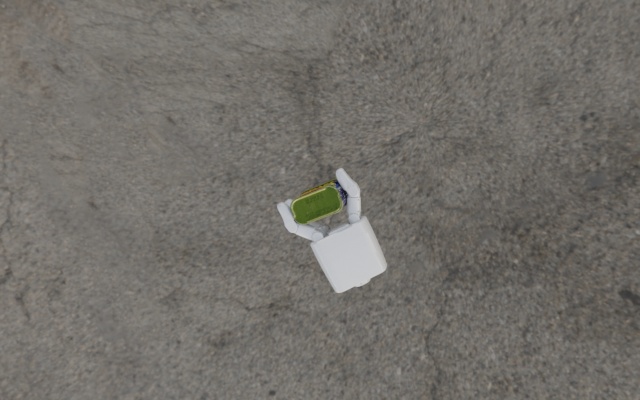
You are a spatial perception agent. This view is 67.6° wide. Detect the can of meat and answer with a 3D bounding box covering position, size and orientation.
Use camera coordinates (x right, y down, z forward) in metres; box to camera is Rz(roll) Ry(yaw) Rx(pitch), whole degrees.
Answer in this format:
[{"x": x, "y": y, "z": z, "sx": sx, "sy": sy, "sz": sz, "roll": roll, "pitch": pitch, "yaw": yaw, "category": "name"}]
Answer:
[{"x": 0.000, "y": 0.003, "z": 0.895, "sx": 0.102, "sy": 0.057, "sz": 0.084, "roll": -22, "pitch": 5, "yaw": 14, "category": "can of meat"}]
